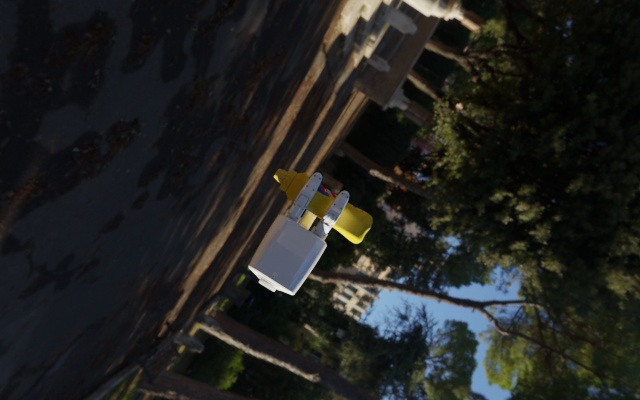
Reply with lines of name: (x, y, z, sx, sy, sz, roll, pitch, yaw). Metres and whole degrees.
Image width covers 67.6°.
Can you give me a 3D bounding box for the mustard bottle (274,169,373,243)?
mustard bottle: (0.001, 0.003, 0.860, 0.191, 0.058, 0.096, 33, 8, -2)
